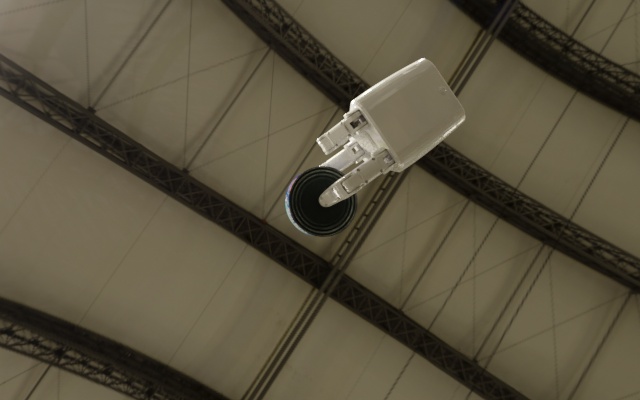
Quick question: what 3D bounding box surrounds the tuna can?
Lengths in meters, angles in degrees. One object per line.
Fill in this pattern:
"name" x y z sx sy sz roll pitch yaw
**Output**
"tuna can" 0.000 0.002 0.589 0.086 0.086 0.034 0 -3 -14
